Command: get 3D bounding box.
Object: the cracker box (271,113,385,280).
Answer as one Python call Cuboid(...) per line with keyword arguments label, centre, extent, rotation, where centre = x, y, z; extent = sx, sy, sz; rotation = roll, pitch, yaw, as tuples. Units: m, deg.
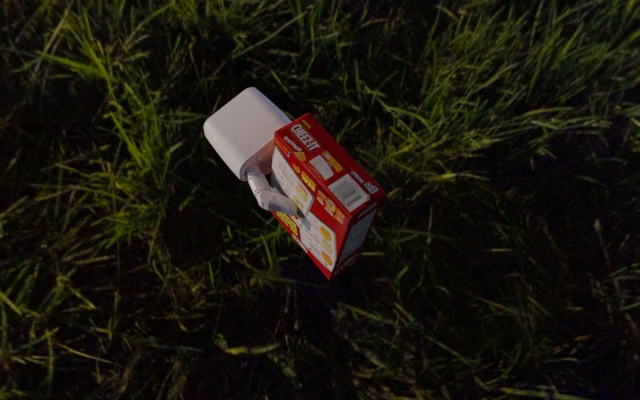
Cuboid(label="cracker box", centre=(0.000, 0.002, 0.710), extent=(0.072, 0.164, 0.214), rotation=(-33, -21, -23))
